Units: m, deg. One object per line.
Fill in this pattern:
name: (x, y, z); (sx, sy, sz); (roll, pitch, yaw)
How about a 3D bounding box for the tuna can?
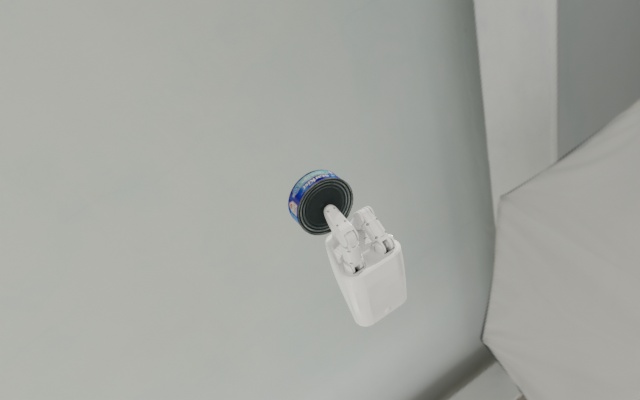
tuna can: (0.000, 0.002, 0.648); (0.086, 0.086, 0.033); (0, 26, -33)
